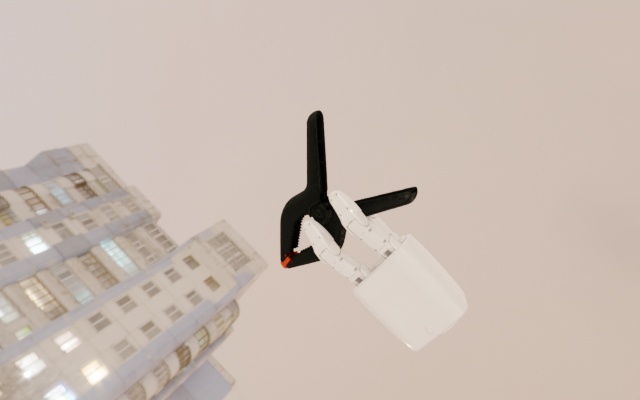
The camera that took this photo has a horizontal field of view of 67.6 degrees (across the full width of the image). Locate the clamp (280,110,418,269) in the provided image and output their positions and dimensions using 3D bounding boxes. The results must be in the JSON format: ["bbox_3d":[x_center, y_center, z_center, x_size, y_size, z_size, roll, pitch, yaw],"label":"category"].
[{"bbox_3d":[0.000,0.002,0.616,0.210,0.164,0.036,-49,-12,28],"label":"clamp"}]
